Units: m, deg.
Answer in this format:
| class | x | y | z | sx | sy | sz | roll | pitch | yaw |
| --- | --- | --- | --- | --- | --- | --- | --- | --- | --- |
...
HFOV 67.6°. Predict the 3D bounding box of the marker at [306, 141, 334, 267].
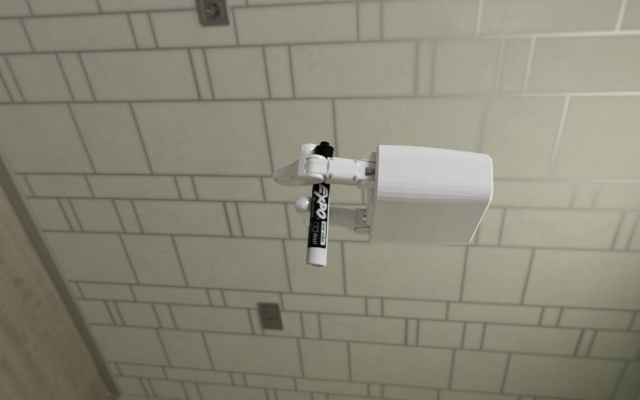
| class | x | y | z | sx | sy | sz | roll | pitch | yaw |
| --- | --- | --- | --- | --- | --- | --- | --- | --- | --- |
| marker | 0.000 | 0.001 | 0.452 | 0.020 | 0.121 | 0.020 | 4 | -15 | 1 |
